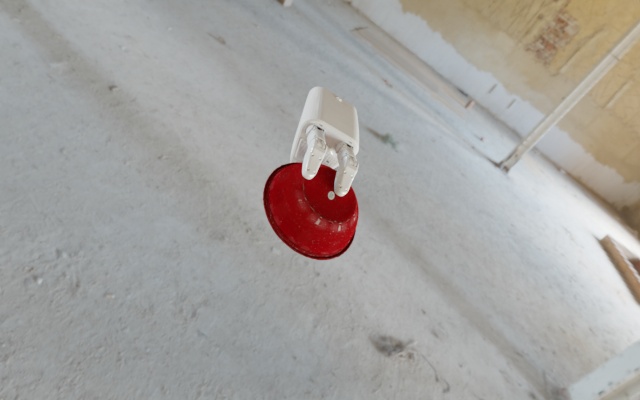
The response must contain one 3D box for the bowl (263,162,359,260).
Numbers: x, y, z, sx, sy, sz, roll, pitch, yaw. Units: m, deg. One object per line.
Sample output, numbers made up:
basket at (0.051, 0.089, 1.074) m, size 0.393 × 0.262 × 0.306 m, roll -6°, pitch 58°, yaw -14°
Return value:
bowl at (0.000, 0.003, 0.694) m, size 0.162 × 0.162 × 0.055 m, roll 0°, pitch -26°, yaw -36°
